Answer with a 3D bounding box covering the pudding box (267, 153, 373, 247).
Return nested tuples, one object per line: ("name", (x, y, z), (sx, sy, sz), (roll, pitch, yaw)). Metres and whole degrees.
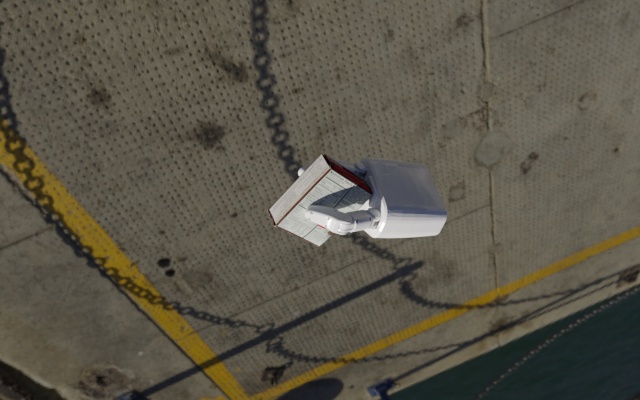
("pudding box", (0.000, 0.002, 0.637), (0.090, 0.113, 0.039), (30, 20, -40))
